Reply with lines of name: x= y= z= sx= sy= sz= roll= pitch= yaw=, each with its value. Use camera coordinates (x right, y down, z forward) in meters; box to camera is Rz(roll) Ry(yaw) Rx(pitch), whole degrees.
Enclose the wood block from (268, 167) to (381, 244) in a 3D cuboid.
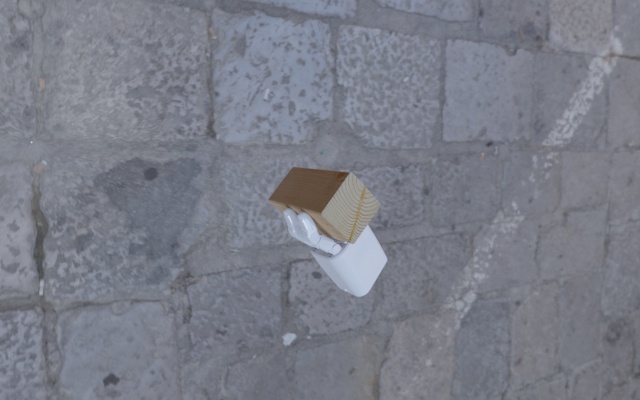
wood block: x=0.001 y=0.003 z=0.879 sx=0.090 sy=0.091 sz=0.206 roll=44 pitch=-17 yaw=-27
